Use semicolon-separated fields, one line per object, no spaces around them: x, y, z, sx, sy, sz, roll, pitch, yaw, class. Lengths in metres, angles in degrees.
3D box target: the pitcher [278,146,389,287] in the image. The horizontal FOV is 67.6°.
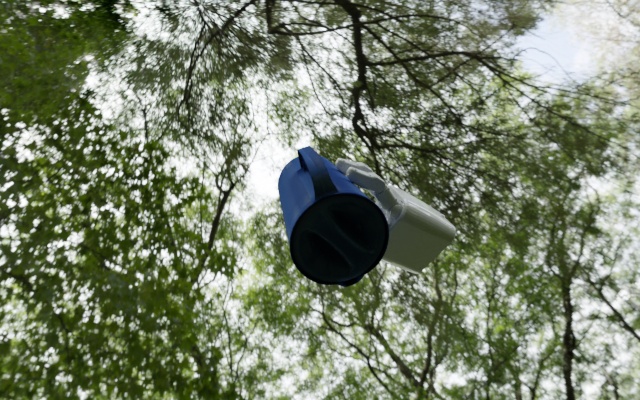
0.000;0.002;0.716;0.145;0.149;0.242;23;15;-20;pitcher
